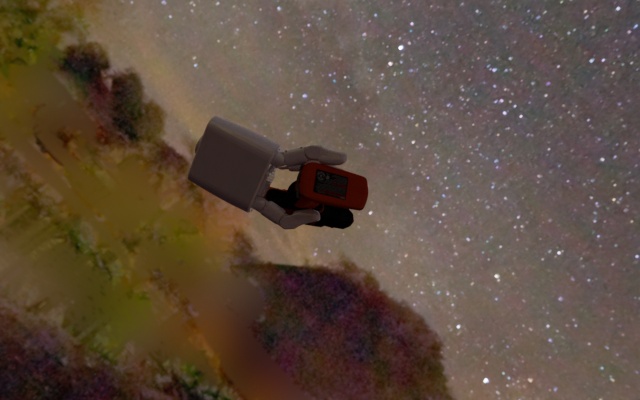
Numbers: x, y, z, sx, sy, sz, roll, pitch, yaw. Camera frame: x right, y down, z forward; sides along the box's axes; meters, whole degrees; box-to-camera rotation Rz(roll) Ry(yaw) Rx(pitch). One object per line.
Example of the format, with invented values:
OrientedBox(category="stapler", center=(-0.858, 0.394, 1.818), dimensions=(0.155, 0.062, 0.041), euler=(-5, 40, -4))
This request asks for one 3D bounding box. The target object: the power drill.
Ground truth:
OrientedBox(category="power drill", center=(0.000, 0.002, 0.763), dimensions=(0.184, 0.057, 0.188), euler=(12, -18, -21))
